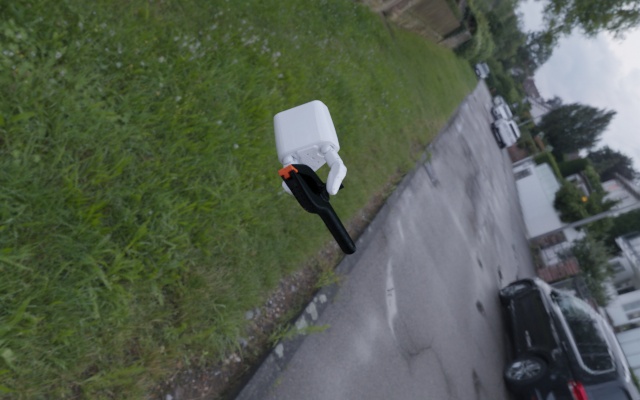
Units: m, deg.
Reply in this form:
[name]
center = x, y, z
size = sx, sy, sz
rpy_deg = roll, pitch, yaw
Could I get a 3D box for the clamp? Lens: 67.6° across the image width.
[clamp]
center = 0.000, 0.002, 0.860
size = 0.036, 0.164, 0.210
rpy_deg = -27, -33, 22
